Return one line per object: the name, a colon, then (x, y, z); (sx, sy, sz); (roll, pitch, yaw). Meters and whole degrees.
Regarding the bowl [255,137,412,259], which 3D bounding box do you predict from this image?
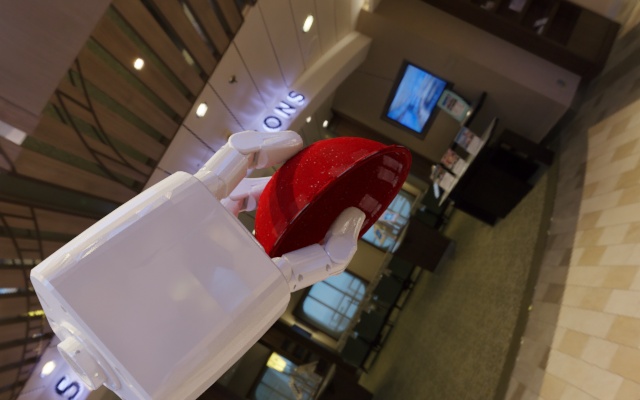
bowl: (0.001, 0.001, 0.402); (0.055, 0.162, 0.162); (47, 21, 21)
